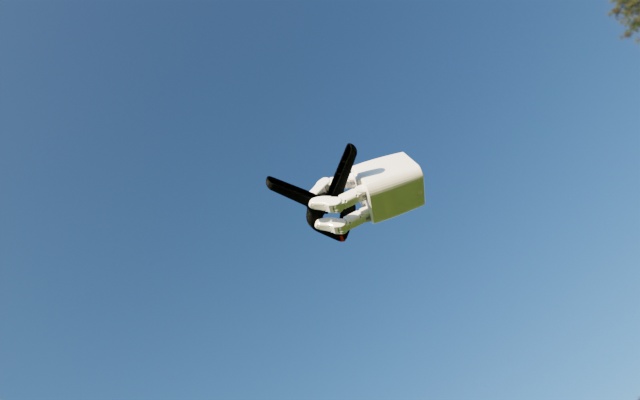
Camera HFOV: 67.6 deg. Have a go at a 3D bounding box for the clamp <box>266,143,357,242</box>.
[{"bbox_3d":[0.000,0.003,0.870,0.164,0.210,0.036,-16,42,-2],"label":"clamp"}]
